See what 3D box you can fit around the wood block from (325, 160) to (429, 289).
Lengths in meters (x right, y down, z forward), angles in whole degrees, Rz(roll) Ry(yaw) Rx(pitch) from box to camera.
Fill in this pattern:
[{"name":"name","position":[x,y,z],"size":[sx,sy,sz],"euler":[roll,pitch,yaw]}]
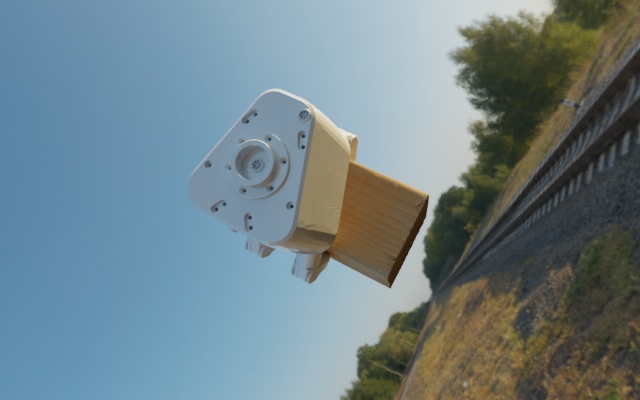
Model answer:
[{"name":"wood block","position":[0.000,0.001,0.506],"size":[0.206,0.091,0.090],"euler":[26,-11,17]}]
